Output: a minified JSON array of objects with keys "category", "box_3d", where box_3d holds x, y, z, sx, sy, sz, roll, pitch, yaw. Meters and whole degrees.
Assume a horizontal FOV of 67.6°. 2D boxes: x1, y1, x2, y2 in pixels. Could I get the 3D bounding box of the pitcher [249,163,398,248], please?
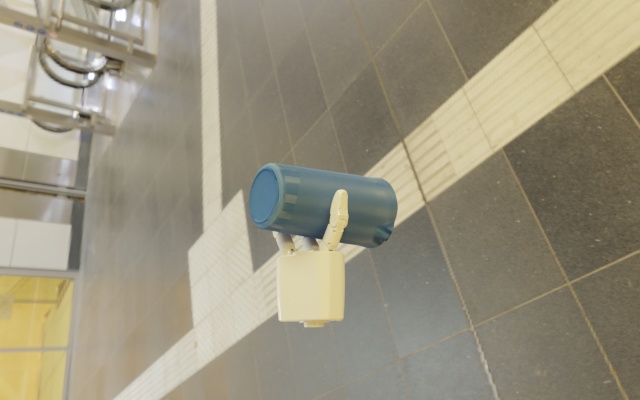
[{"category":"pitcher","box_3d":[0.000,0.003,0.833,0.243,0.145,0.149,10,-17,-35]}]
